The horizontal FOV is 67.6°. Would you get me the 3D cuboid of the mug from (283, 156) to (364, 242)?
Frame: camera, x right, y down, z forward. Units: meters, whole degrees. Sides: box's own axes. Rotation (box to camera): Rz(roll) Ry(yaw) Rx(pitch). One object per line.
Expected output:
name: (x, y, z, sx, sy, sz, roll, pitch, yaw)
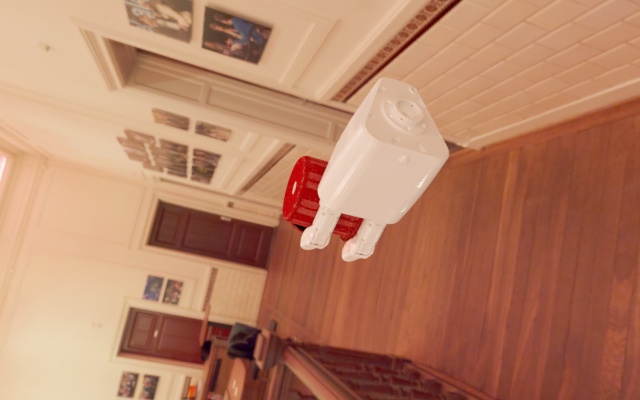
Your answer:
mug: (-0.001, 0.003, 0.582, 0.081, 0.093, 0.117, 16, -42, -16)
